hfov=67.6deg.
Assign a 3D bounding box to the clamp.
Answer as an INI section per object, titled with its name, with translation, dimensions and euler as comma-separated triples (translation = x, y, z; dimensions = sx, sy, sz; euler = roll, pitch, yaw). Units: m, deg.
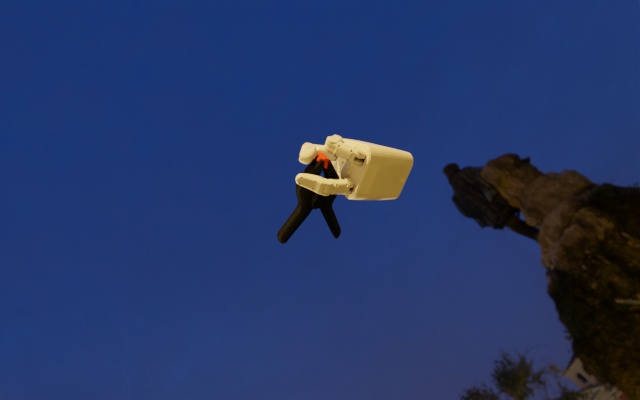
[clamp]
translation = 0.000, 0.002, 0.826
dimensions = 0.120, 0.171, 0.039
euler = 2, 30, -35
